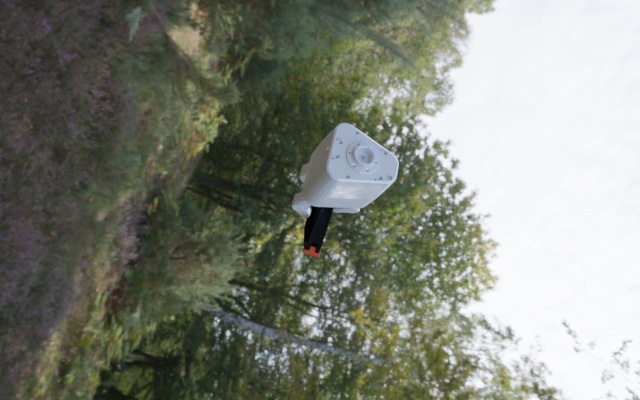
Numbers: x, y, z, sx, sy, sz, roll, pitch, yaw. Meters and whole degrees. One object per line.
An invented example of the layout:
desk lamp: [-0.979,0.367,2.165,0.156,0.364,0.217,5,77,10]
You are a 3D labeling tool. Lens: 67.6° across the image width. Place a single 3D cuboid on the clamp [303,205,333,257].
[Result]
clamp: [0.001,0.003,0.847,0.036,0.210,0.165,18,-23,-11]
